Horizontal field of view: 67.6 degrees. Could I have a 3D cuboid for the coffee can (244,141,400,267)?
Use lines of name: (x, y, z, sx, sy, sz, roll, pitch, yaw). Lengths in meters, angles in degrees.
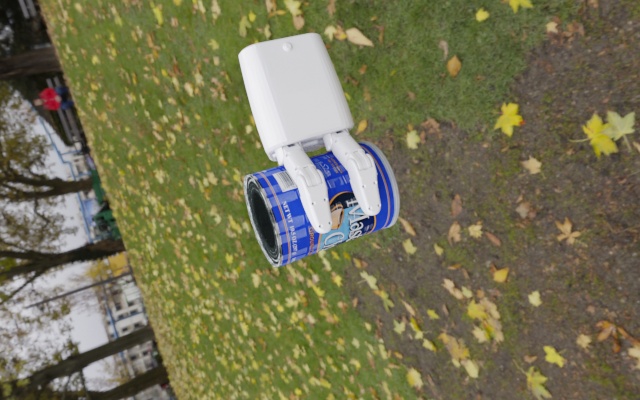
coffee can: (0.000, 0.002, 0.523, 0.140, 0.103, 0.103, -18, 6, -20)
